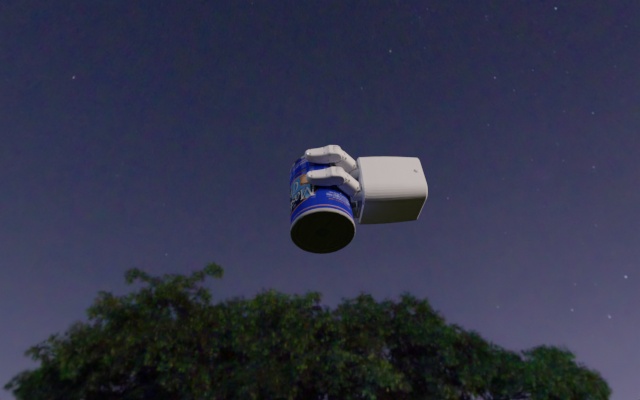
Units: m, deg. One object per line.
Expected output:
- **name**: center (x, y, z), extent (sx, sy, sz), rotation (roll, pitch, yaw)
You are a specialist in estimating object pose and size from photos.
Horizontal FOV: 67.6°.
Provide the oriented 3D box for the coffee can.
- **coffee can**: center (0.000, 0.003, 0.796), extent (0.103, 0.103, 0.140), rotation (-2, 45, -2)
